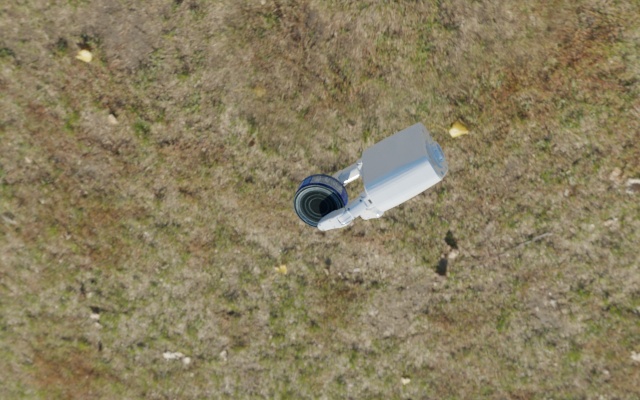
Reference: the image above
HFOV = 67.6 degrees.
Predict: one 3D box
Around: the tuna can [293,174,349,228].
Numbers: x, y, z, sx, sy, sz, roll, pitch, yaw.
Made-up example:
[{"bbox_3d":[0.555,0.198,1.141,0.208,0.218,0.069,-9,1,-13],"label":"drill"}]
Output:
[{"bbox_3d":[0.000,0.003,0.766,0.086,0.086,0.033,0,32,15],"label":"tuna can"}]
